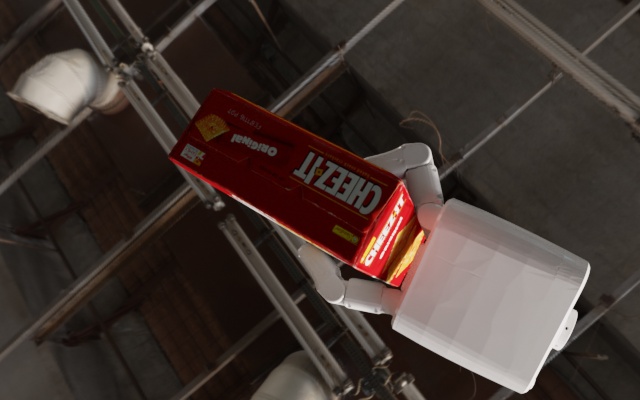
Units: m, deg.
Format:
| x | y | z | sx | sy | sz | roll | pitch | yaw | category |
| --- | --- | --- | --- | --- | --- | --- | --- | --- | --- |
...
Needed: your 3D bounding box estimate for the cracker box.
| x | y | z | sx | sy | sz | roll | pitch | yaw | category |
| --- | --- | --- | --- | --- | --- | --- | --- | --- | --- |
| 0.000 | 0.002 | 0.417 | 0.164 | 0.072 | 0.214 | 28 | -5 | 21 | cracker box |
